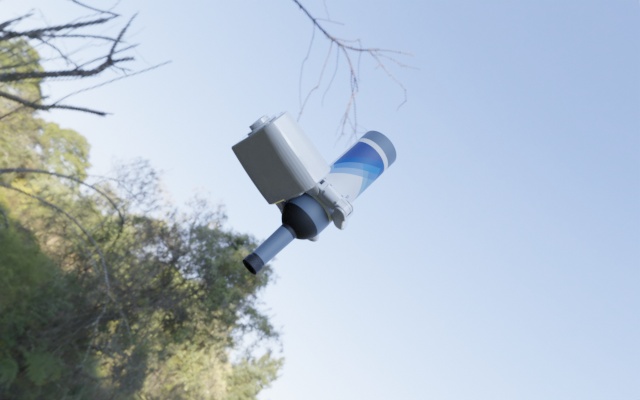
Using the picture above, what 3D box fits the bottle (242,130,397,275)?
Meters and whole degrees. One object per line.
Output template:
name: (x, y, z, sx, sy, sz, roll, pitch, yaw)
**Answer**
bottle: (0.000, 0.002, 0.714, 0.295, 0.069, 0.069, -42, 22, -26)
